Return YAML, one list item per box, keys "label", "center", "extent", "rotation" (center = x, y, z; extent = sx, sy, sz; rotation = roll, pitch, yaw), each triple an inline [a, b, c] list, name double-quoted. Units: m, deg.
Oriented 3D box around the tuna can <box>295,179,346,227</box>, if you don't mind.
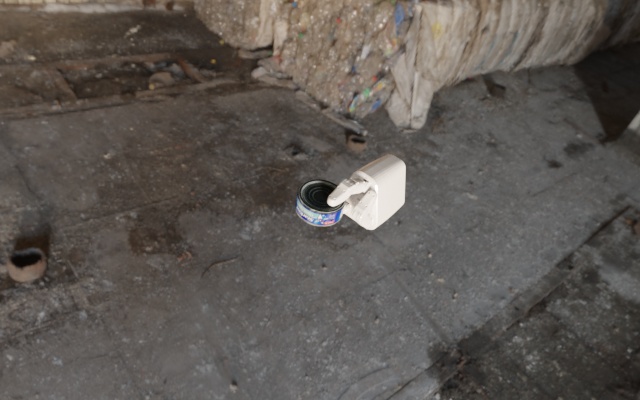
- label: "tuna can"
  center: [0.000, 0.002, 0.824]
  extent: [0.086, 0.034, 0.086]
  rotation: [7, 44, -7]
